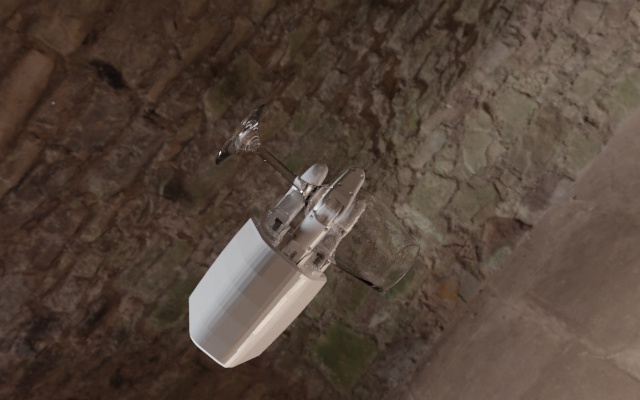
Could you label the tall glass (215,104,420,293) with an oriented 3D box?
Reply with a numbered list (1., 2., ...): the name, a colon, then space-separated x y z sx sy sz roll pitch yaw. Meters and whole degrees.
1. tall glass: 0.000 0.001 0.459 0.201 0.079 0.079 40 -2 -3
